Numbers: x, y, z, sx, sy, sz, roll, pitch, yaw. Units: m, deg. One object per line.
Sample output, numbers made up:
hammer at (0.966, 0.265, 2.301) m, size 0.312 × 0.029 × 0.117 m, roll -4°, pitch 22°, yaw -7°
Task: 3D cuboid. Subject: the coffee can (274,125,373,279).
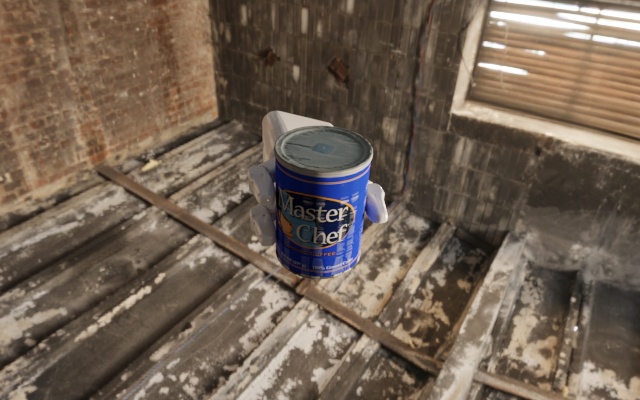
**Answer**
coffee can at (0.000, 0.002, 0.533) m, size 0.103 × 0.140 × 0.102 m, roll 2°, pitch 34°, yaw -1°
